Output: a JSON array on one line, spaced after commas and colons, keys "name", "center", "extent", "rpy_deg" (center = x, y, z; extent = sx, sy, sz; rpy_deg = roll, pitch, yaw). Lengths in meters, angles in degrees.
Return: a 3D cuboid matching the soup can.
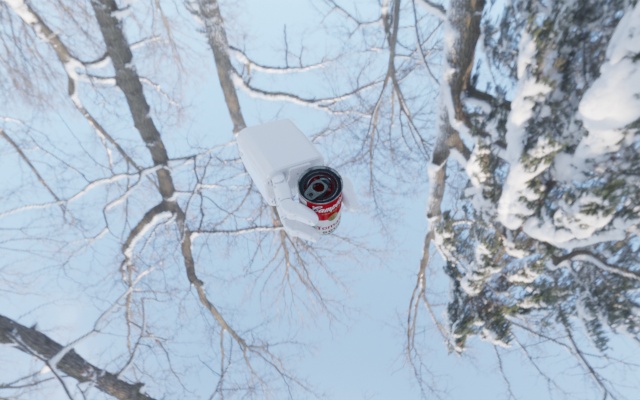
[{"name": "soup can", "center": [0.000, 0.003, 0.744], "extent": [0.068, 0.068, 0.102], "rpy_deg": [0, -32, 1]}]
